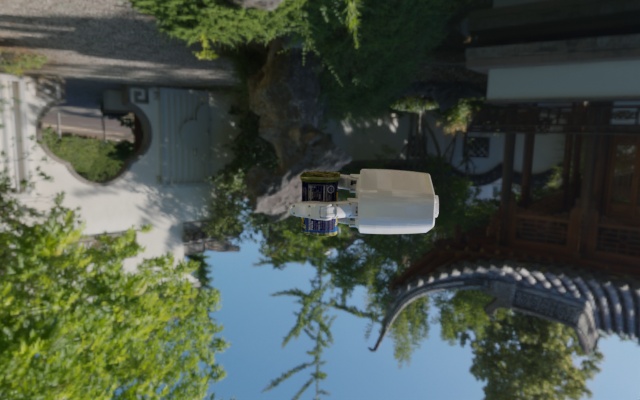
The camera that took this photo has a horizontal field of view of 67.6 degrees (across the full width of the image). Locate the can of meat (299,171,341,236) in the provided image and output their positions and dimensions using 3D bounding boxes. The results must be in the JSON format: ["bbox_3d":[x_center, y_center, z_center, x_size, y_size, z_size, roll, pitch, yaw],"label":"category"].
[{"bbox_3d":[0.000,0.003,0.708,0.057,0.084,0.102,1,8,3],"label":"can of meat"}]
